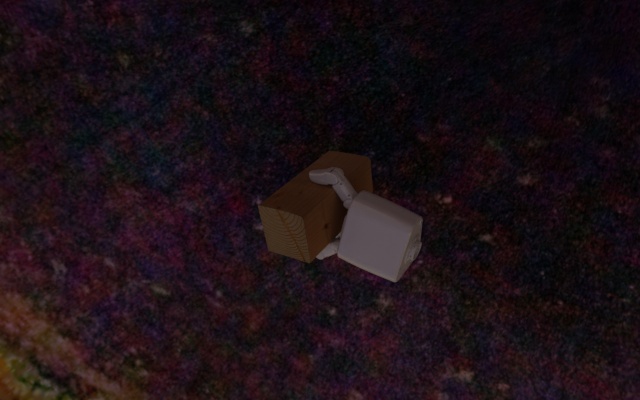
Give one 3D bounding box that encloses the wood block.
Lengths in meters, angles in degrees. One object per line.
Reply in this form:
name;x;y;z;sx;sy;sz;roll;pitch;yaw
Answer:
wood block;0.000;0.003;0.812;0.090;0.091;0.206;13;37;32
